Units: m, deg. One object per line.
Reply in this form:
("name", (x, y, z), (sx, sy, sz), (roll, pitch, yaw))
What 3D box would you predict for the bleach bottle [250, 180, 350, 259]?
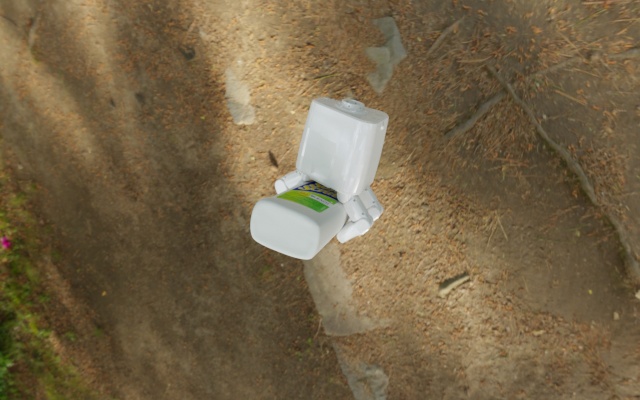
("bleach bottle", (0.000, 0.002, 0.719), (0.102, 0.068, 0.250), (20, 24, 15))
